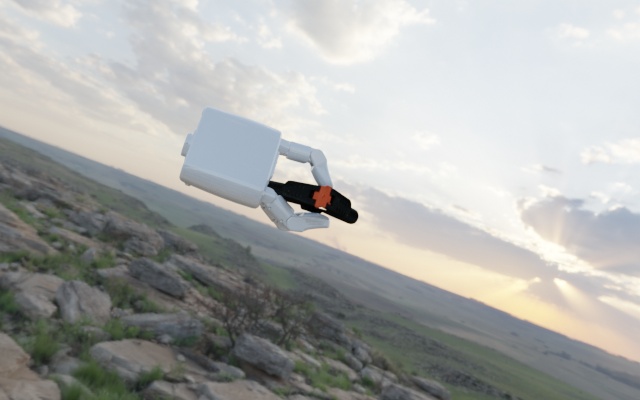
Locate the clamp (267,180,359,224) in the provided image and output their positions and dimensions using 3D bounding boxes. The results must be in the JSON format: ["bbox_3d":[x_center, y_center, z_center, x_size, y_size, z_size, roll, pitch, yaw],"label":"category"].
[{"bbox_3d":[0.000,0.001,0.663,0.164,0.036,0.210,18,-4,-13],"label":"clamp"}]
